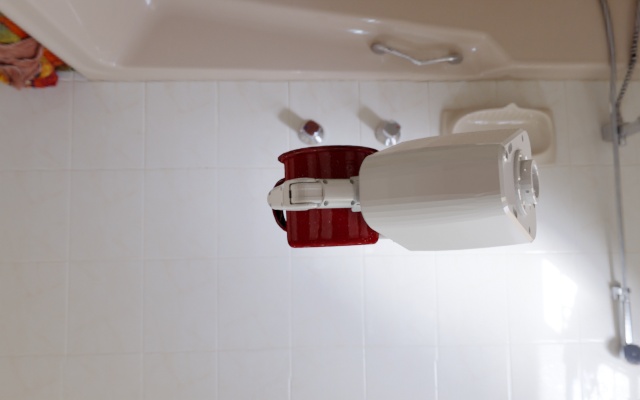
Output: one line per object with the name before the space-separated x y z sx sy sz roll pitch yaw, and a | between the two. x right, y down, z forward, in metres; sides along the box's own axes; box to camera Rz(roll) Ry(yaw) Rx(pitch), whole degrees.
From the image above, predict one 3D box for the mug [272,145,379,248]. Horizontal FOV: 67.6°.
mug | -0.001 0.002 0.432 0.117 0.081 0.093 -7 -7 36
